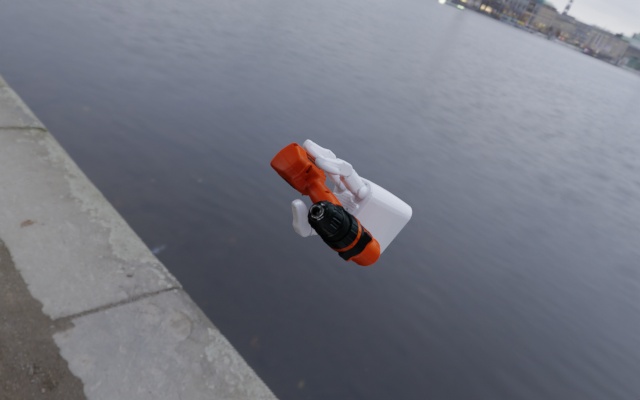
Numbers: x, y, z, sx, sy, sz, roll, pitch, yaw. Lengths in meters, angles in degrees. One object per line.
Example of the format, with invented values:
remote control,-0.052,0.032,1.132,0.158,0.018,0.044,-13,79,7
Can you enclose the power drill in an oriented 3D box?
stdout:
power drill,0.000,0.002,0.682,0.057,0.187,0.184,-38,-34,5
